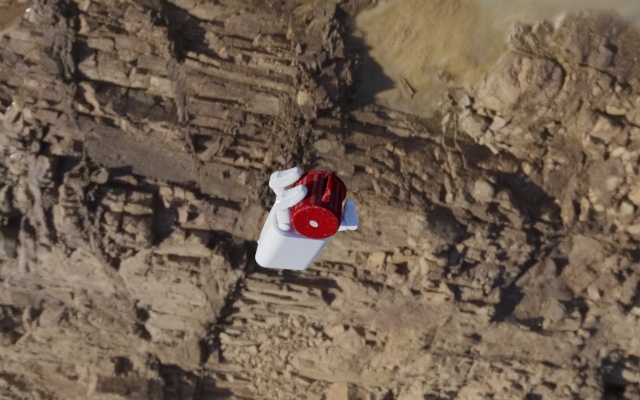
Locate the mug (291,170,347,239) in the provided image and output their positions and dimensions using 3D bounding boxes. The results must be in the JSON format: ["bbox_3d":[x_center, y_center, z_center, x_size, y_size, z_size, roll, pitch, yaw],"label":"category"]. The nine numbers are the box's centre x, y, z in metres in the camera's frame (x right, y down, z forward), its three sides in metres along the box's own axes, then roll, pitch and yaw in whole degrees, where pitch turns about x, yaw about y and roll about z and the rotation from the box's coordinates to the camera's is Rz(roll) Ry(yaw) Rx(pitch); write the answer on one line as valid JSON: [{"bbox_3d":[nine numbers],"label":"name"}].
[{"bbox_3d":[0.001,0.002,0.789,0.093,0.081,0.117,20,-47,-13],"label":"mug"}]
